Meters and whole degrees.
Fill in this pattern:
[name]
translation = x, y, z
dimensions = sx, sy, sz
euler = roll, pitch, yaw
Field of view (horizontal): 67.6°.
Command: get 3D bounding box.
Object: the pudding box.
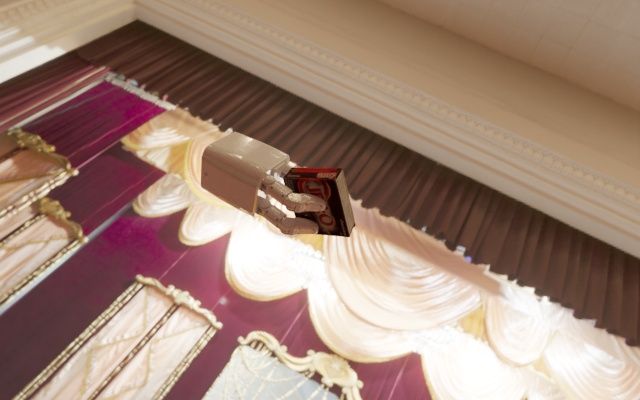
[pudding box]
translation = 0.000, 0.002, 0.751
dimensions = 0.090, 0.114, 0.039
euler = 3, 40, 28
